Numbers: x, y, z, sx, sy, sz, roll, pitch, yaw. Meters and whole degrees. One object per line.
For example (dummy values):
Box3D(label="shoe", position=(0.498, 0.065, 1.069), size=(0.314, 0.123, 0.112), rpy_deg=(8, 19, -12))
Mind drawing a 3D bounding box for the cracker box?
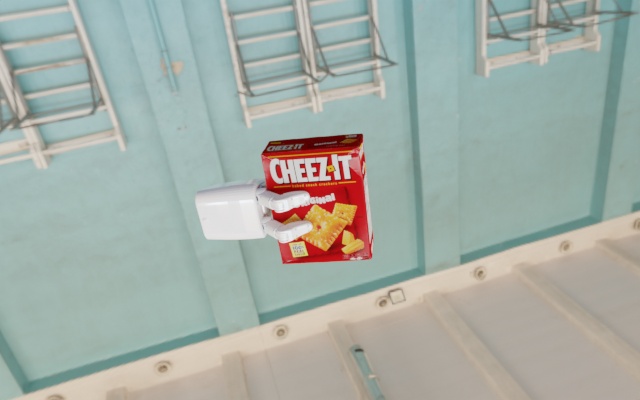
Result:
Box3D(label="cracker box", position=(0.000, 0.003, 0.818), size=(0.164, 0.214, 0.072), rpy_deg=(-3, 26, 11))
